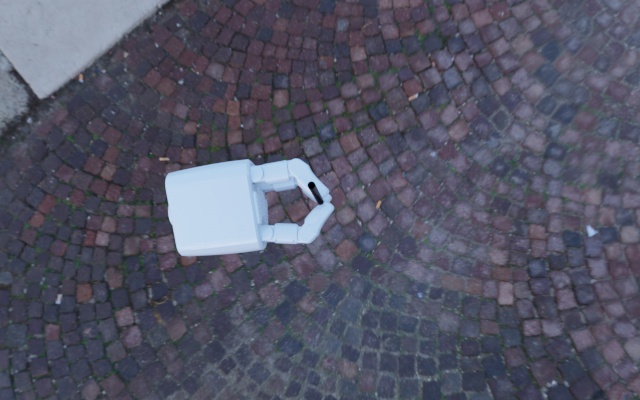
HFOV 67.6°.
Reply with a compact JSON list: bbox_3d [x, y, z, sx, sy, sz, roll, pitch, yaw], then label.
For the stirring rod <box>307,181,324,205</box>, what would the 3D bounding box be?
[{"bbox_3d":[0.000,0.002,0.598,0.011,0.011,0.239,0,-8,4],"label":"stirring rod"}]
